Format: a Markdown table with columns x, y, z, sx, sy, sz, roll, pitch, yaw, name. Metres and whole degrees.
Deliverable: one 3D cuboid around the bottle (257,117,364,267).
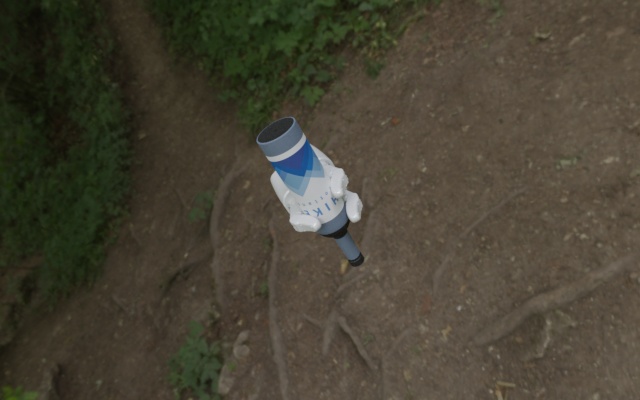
| x | y | z | sx | sy | sz | roll | pitch | yaw | name |
| --- | --- | --- | --- | --- | --- | --- | --- | --- | --- |
| 0.000 | 0.002 | 0.783 | 0.069 | 0.296 | 0.069 | -22 | 32 | 15 | bottle |
